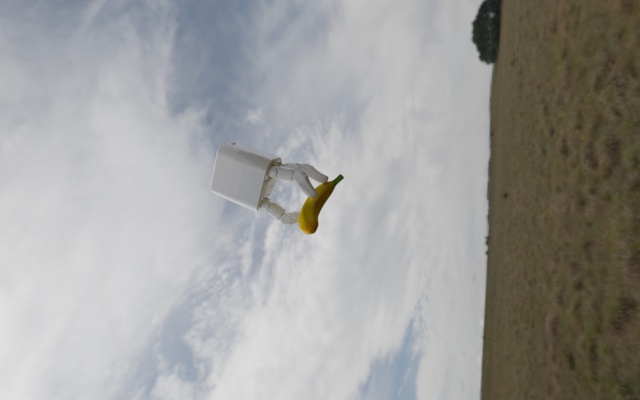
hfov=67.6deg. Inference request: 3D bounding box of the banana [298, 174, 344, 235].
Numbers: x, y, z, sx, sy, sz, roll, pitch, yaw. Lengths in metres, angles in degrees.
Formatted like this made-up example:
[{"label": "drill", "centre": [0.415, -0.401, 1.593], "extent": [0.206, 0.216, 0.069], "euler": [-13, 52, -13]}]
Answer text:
[{"label": "banana", "centre": [-0.010, 0.012, 0.891], "extent": [0.070, 0.037, 0.197], "euler": [-45, 11, 35]}]
